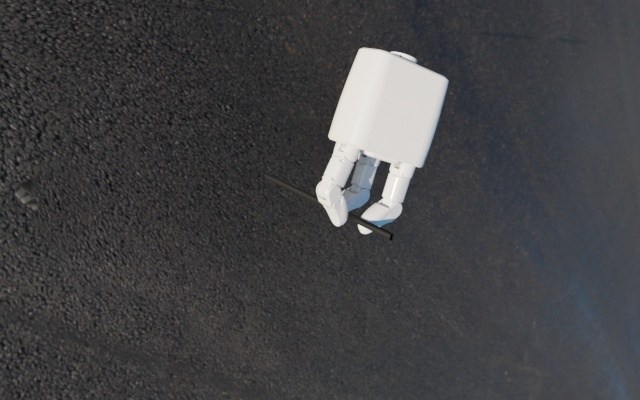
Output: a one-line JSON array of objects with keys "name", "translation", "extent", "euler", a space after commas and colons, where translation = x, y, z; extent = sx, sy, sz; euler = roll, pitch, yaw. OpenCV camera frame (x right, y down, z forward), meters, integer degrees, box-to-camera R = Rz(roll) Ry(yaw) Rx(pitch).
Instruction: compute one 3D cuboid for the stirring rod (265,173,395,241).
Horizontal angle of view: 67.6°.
[{"name": "stirring rod", "translation": [0.000, 0.002, 0.594], "extent": [0.011, 0.011, 0.239], "euler": [0, 18, -42]}]
